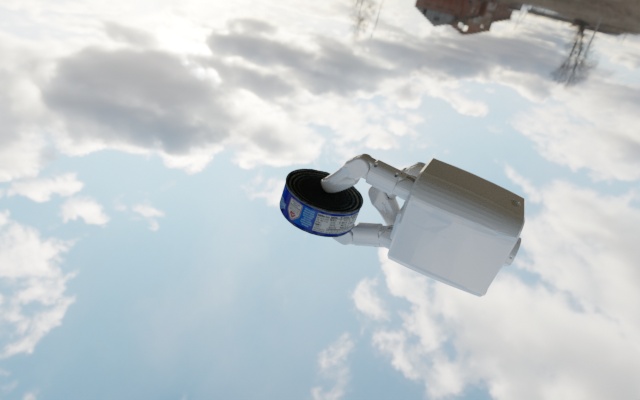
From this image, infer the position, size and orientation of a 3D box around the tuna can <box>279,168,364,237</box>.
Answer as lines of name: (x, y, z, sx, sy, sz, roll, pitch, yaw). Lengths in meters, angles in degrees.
tuna can: (0.000, 0.002, 0.510, 0.086, 0.034, 0.086, 15, 29, -8)
